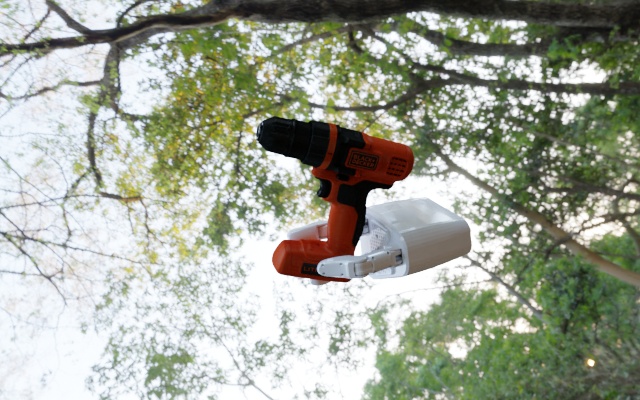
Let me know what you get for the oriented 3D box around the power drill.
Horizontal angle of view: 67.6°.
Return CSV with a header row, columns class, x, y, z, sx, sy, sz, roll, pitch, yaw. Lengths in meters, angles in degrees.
class,x,y,z,sx,sy,sz,roll,pitch,yaw
power drill,0.000,0.002,0.560,0.184,0.188,0.057,11,24,-15
